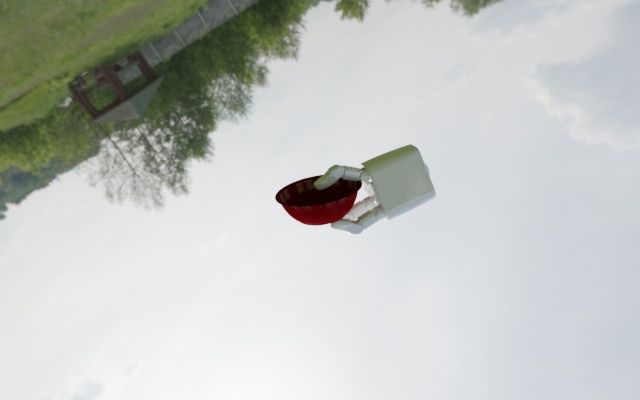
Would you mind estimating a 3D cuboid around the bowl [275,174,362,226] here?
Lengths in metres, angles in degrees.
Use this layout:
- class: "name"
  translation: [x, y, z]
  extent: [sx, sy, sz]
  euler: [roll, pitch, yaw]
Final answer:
- class: "bowl"
  translation: [-0.001, 0.003, 0.879]
  extent: [0.162, 0.055, 0.162]
  euler: [-8, 21, 3]
